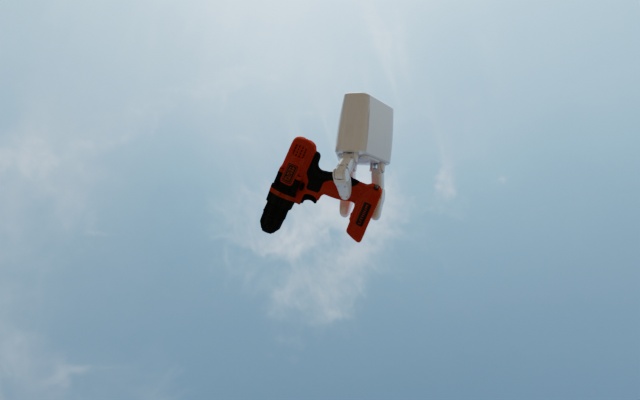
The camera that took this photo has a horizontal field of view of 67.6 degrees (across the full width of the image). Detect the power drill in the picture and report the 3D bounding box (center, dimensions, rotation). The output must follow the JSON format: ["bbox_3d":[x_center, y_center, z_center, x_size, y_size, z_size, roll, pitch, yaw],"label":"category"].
[{"bbox_3d":[0.001,0.003,0.843,0.187,0.184,0.057,25,10,4],"label":"power drill"}]
